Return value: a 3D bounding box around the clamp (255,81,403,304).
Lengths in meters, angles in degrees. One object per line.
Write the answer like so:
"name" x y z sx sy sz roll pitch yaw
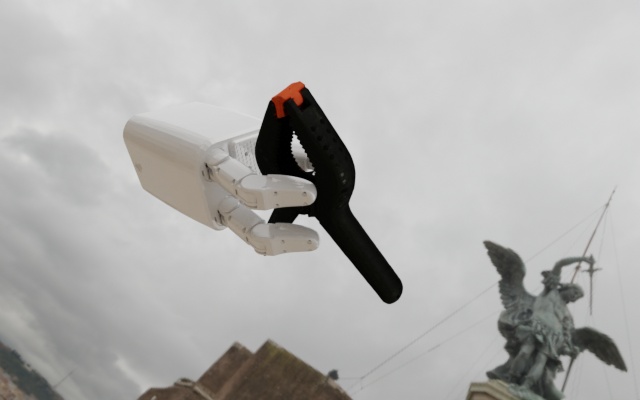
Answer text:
"clamp" 0.000 0.000 0.418 0.164 0.210 0.036 21 47 25
